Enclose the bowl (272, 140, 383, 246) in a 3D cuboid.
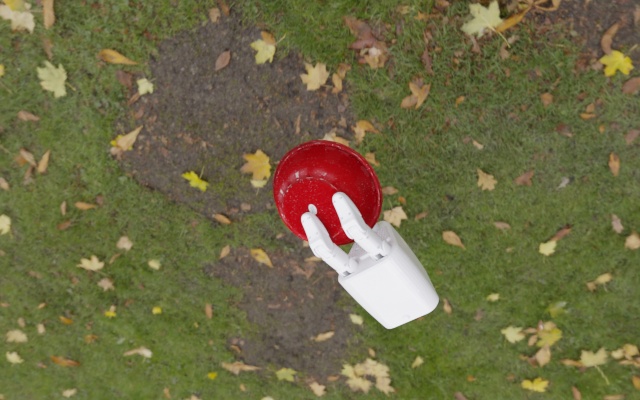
[{"bbox_3d":[-0.001,0.001,0.651,0.162,0.162,0.055,0,23,19],"label":"bowl"}]
